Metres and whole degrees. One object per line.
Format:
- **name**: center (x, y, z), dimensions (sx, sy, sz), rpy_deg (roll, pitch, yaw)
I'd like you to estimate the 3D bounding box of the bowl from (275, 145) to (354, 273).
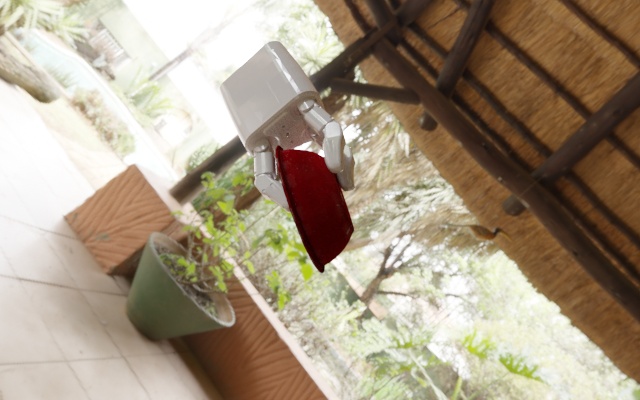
- **bowl**: center (0.001, 0.003, 0.571), dimensions (0.055, 0.162, 0.162), rpy_deg (-19, -2, 5)
